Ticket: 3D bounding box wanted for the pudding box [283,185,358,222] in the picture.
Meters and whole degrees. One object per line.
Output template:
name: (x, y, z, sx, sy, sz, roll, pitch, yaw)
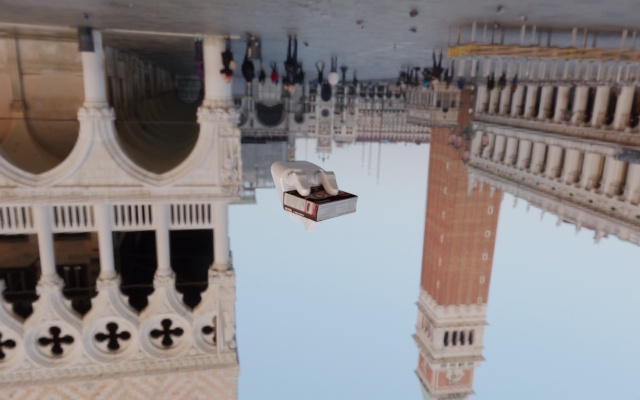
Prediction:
pudding box: (0.000, 0.003, 0.884, 0.090, 0.039, 0.113, 18, 22, 40)
